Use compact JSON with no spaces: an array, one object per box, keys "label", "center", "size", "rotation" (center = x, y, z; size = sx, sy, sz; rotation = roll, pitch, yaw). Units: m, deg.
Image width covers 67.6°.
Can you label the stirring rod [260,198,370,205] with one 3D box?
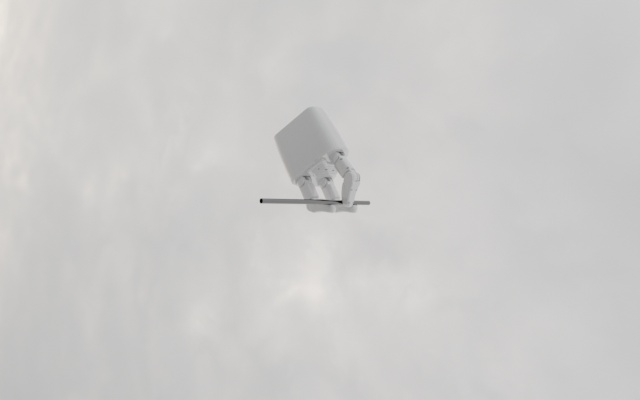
[{"label":"stirring rod","center":[0.000,0.002,0.781],"size":[0.239,0.011,0.011],"rotation":[1,-1,-44]}]
